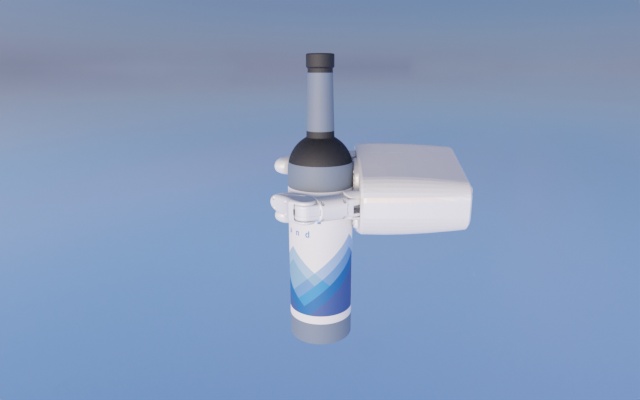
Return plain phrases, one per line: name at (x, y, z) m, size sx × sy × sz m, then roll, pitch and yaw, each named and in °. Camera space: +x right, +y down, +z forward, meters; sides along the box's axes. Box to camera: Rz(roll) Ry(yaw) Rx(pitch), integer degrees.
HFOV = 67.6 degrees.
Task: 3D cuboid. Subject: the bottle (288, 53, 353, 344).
bottle at (0.000, 0.002, 0.495) m, size 0.069 × 0.296 × 0.069 m, roll 0°, pitch 16°, yaw 0°
